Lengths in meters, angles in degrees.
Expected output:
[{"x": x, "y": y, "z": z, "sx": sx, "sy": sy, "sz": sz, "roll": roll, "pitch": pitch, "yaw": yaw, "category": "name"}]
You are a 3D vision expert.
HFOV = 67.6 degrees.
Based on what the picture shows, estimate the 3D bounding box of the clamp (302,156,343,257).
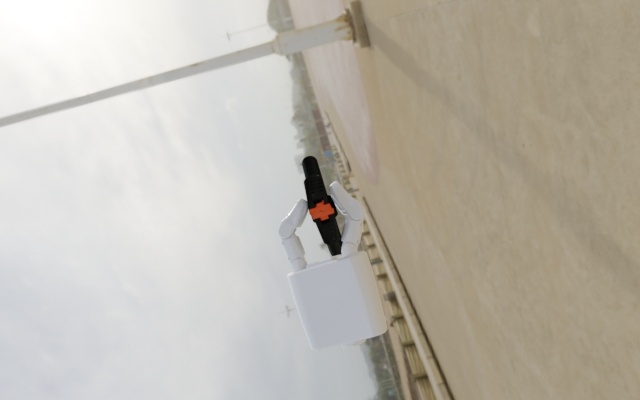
[{"x": -0.001, "y": 0.003, "z": 0.660, "sx": 0.036, "sy": 0.164, "sz": 0.210, "roll": -19, "pitch": -6, "yaw": 1, "category": "clamp"}]
